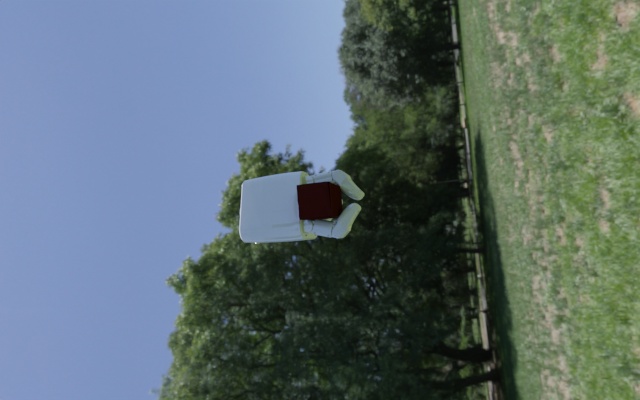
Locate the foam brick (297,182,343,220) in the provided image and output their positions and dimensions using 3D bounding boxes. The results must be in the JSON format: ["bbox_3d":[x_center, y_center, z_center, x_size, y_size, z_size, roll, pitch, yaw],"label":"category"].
[{"bbox_3d":[0.000,0.002,0.724,0.051,0.053,0.078,-5,-5,14],"label":"foam brick"}]
